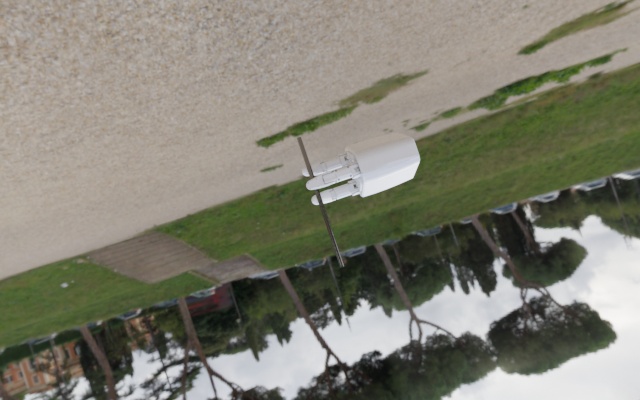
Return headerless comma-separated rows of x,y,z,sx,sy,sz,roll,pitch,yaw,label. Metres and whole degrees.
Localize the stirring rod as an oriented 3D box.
0.000,0.003,0.843,0.011,0.239,0.011,-19,-1,0,stirring rod
